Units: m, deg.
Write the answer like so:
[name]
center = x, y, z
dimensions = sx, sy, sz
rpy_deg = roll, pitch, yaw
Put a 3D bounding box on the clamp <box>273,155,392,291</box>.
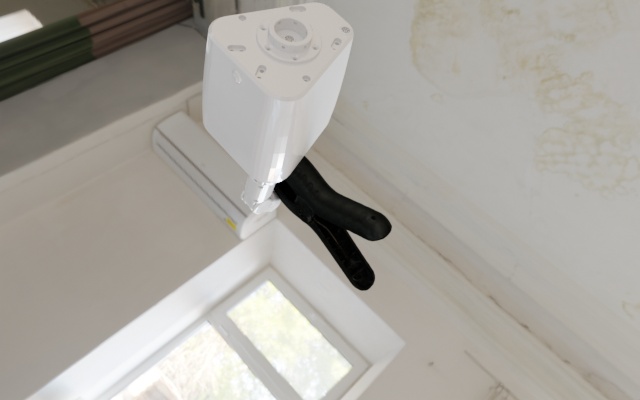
[clamp]
center = 0.000, 0.001, 0.441
dimensions = 0.039, 0.171, 0.120
rpy_deg = -37, -15, -29
